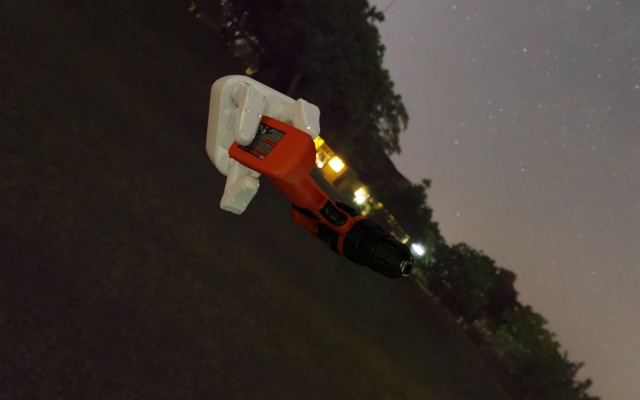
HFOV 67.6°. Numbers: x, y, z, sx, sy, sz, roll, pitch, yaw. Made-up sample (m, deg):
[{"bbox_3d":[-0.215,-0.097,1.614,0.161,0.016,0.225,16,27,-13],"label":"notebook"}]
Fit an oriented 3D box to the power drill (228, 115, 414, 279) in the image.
[{"bbox_3d":[0.000,0.001,0.504,0.184,0.057,0.188,26,-18,44],"label":"power drill"}]
